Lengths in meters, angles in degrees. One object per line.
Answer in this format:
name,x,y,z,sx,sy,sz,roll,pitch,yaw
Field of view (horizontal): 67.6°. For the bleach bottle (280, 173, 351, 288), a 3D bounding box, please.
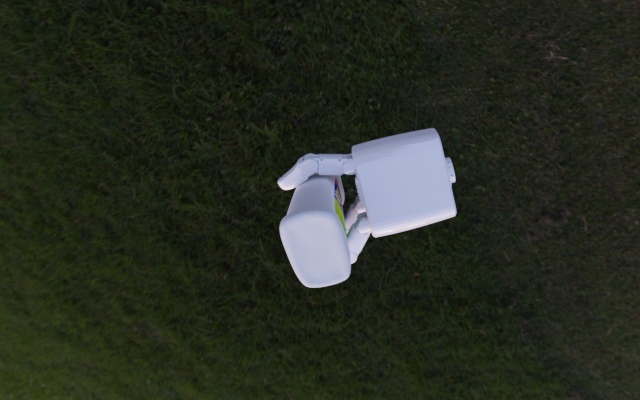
bleach bottle,0.000,0.002,0.631,0.068,0.103,0.250,-13,25,9
